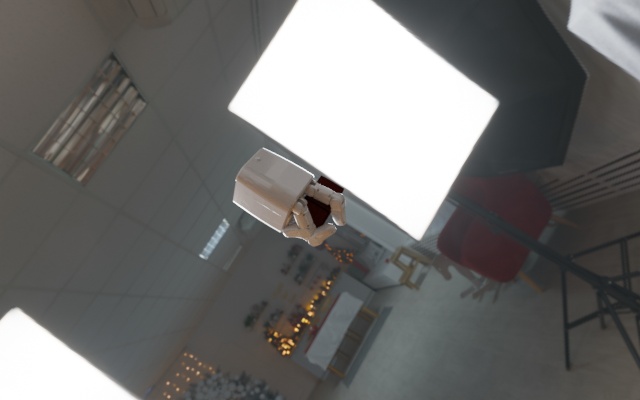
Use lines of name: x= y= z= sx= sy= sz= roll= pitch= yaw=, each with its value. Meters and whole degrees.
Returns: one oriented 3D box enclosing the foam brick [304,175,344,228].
foam brick: x=0.000 y=0.003 z=0.863 sx=0.051 sy=0.053 sz=0.078 roll=30 pitch=41 yaw=4
